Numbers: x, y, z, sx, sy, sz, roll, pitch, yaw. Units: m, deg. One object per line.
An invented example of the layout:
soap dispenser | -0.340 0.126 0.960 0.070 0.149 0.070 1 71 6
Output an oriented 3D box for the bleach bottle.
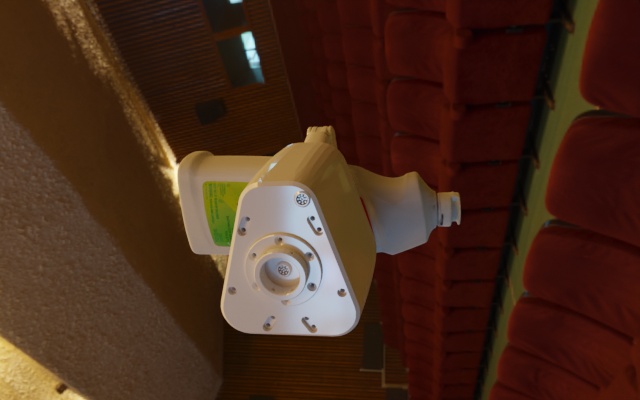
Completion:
bleach bottle | 0.000 0.002 0.447 0.251 0.103 0.068 -1 19 10
